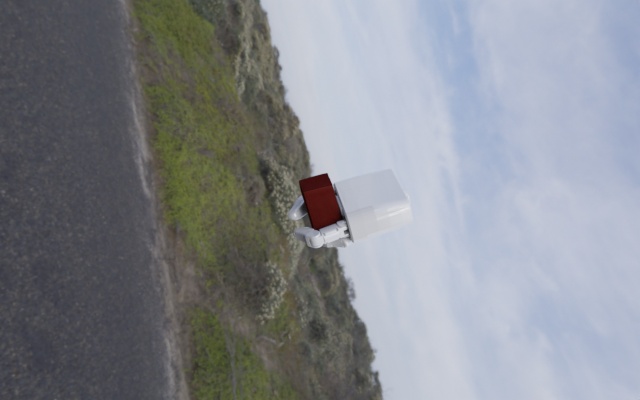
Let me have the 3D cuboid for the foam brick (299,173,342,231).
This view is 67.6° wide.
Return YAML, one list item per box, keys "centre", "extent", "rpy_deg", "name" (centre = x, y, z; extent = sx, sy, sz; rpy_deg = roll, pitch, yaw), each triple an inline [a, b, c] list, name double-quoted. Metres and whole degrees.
- centre: [0.000, 0.002, 0.784]
  extent: [0.051, 0.078, 0.053]
  rpy_deg: [-16, 27, 0]
  name: "foam brick"
